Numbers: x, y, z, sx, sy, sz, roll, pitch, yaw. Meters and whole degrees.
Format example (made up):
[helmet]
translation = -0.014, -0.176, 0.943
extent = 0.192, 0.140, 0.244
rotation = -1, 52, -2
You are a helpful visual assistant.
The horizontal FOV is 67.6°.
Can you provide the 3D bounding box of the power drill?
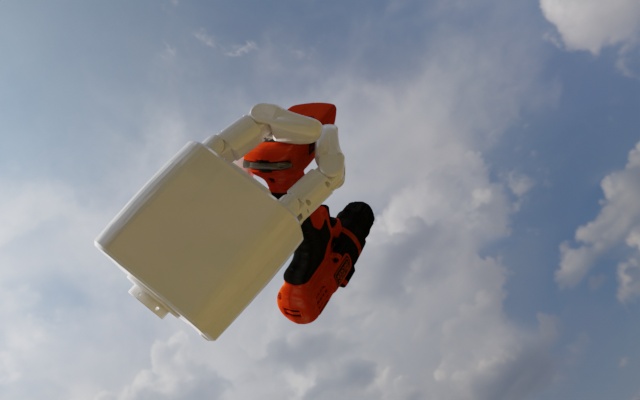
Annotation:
[power drill]
translation = 0.000, 0.001, 0.484
extent = 0.057, 0.188, 0.184
rotation = 2, 33, 28
